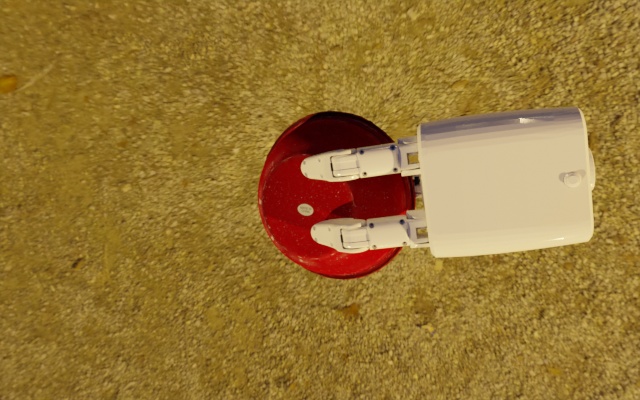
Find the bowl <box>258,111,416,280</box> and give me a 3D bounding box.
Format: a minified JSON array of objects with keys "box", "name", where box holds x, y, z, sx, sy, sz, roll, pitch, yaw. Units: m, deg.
[{"box":[-0.001,0.002,0.431,0.162,0.162,0.055,0,10,28],"name":"bowl"}]
